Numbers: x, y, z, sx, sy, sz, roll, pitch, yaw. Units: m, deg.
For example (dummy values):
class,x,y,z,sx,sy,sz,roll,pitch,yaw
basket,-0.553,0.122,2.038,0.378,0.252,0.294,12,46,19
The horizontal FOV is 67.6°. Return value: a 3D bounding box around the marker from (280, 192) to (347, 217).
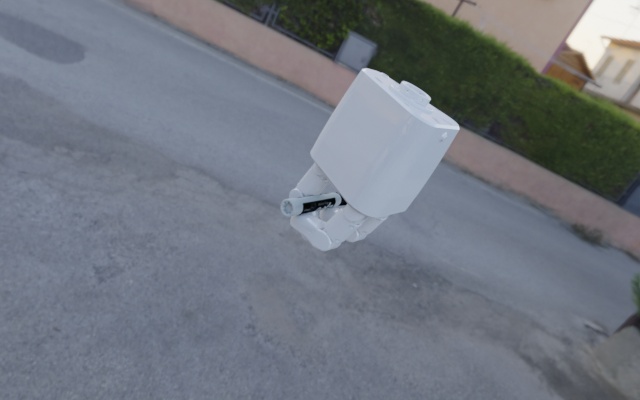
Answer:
class,x,y,z,sx,sy,sz,roll,pitch,yaw
marker,0.000,0.002,0.535,0.020,0.020,0.121,0,5,35
